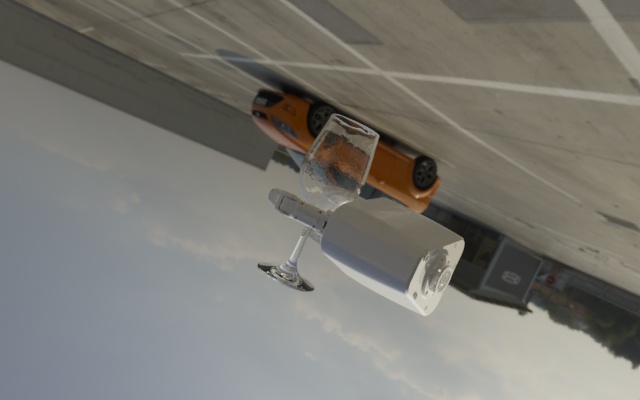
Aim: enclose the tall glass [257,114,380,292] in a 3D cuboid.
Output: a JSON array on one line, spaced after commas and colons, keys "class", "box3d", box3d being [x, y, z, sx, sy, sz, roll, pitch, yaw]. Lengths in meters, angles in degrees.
[{"class": "tall glass", "box3d": [0.000, 0.002, 0.564, 0.079, 0.201, 0.079, 24, 3, -1]}]
